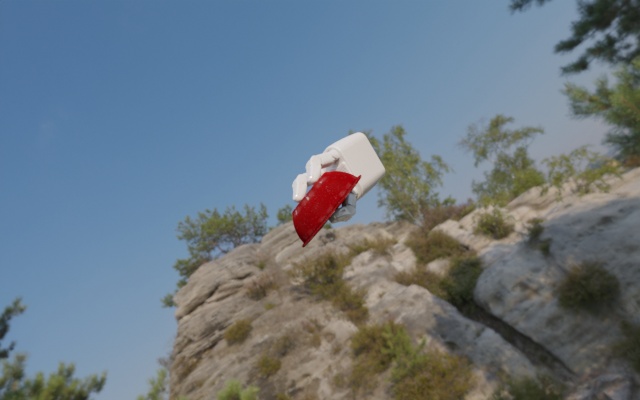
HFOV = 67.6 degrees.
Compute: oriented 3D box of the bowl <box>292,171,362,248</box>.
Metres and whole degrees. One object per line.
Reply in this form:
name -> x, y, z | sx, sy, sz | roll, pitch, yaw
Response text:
bowl -> -0.001, 0.003, 0.826 | 0.055, 0.162, 0.162 | 39, -1, -1
